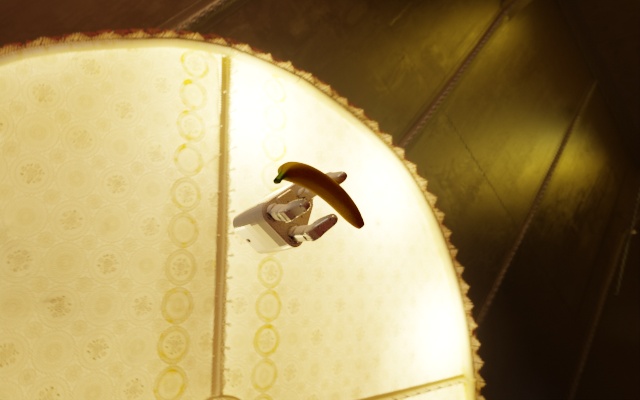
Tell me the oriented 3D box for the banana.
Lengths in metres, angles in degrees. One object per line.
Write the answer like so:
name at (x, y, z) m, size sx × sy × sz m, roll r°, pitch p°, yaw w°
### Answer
banana at (-0.001, -0.015, 0.762) m, size 0.198 × 0.069 × 0.037 m, roll 27°, pitch -37°, yaw -36°
